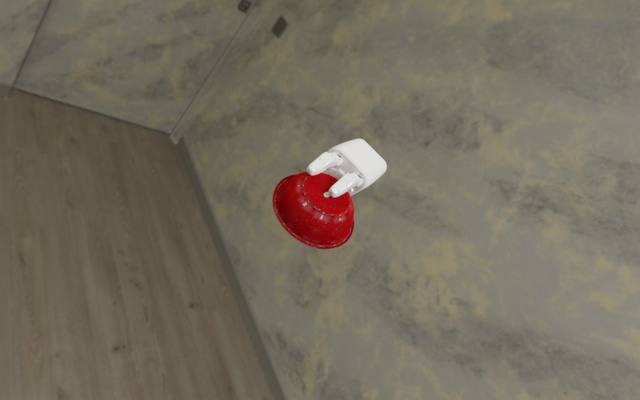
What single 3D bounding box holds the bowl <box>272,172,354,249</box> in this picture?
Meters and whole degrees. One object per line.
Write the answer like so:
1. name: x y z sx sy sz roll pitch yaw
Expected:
1. bowl: 0.000 0.003 0.836 0.162 0.162 0.055 0 -35 -32
